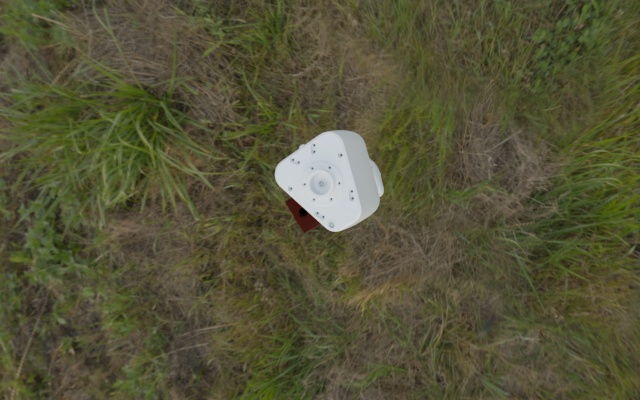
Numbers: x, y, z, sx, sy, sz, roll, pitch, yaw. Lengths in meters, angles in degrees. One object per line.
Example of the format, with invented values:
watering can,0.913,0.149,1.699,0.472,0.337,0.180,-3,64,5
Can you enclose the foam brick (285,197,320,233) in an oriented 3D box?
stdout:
foam brick,0.000,0.002,0.674,0.078,0.053,0.051,-33,-3,17
